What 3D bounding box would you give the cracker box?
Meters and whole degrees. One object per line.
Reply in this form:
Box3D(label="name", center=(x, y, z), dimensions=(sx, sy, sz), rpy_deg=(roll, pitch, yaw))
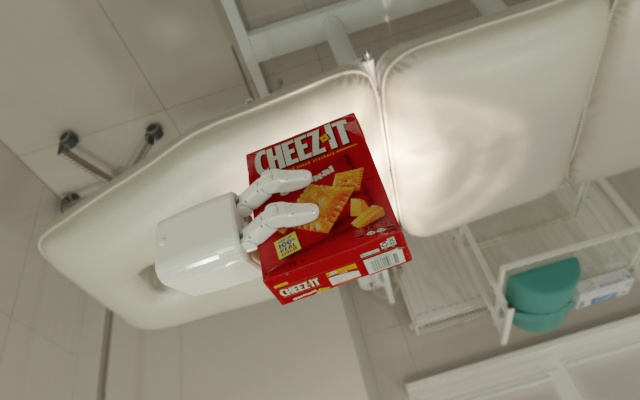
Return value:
Box3D(label="cracker box", center=(0.000, 0.002, 0.599), dimensions=(0.164, 0.213, 0.072), rpy_deg=(-20, -41, 6))
